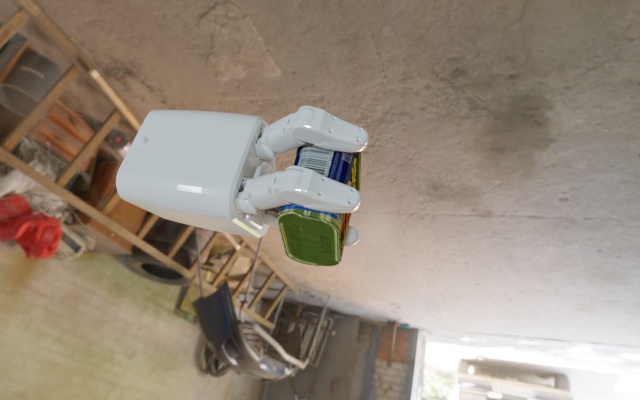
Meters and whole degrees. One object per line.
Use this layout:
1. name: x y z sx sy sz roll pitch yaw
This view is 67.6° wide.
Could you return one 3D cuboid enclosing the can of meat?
1. can of meat: 0.000 0.002 0.420 0.057 0.084 0.102 10 -29 9
